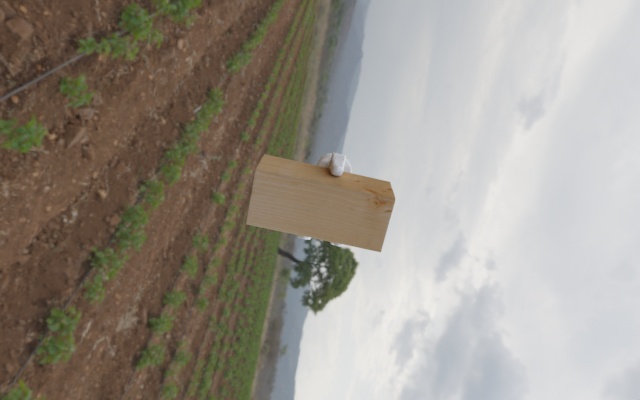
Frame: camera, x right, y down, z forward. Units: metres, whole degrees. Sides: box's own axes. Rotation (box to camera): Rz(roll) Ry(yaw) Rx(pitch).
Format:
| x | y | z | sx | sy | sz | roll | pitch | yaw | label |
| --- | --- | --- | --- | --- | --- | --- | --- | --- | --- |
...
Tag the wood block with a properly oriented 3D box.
| x | y | z | sx | sy | sz | roll | pitch | yaw | label |
| --- | --- | --- | --- | --- | --- | --- | --- | --- | --- |
| 0.000 | 0.002 | 0.735 | 0.206 | 0.091 | 0.090 | 12 | 21 | -2 | wood block |
